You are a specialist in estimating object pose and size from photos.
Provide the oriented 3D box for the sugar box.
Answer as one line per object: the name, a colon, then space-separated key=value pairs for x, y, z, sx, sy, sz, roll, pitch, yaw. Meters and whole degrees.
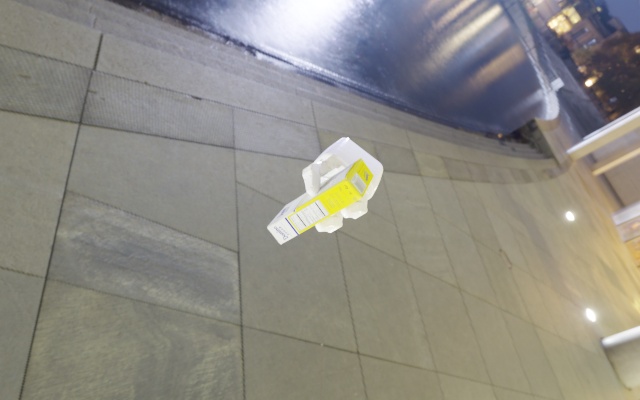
sugar box: x=0.001 y=0.003 z=0.798 sx=0.176 sy=0.048 sz=0.093 roll=-34 pitch=10 yaw=30
